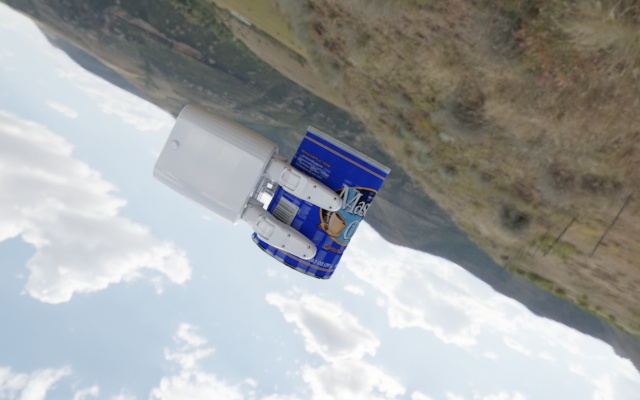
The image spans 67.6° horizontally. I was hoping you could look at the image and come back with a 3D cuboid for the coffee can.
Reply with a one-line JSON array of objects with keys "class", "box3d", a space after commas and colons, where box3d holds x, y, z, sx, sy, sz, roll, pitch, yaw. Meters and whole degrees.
[{"class": "coffee can", "box3d": [0.000, 0.002, 0.534, 0.103, 0.140, 0.103, 28, 6, -3]}]
